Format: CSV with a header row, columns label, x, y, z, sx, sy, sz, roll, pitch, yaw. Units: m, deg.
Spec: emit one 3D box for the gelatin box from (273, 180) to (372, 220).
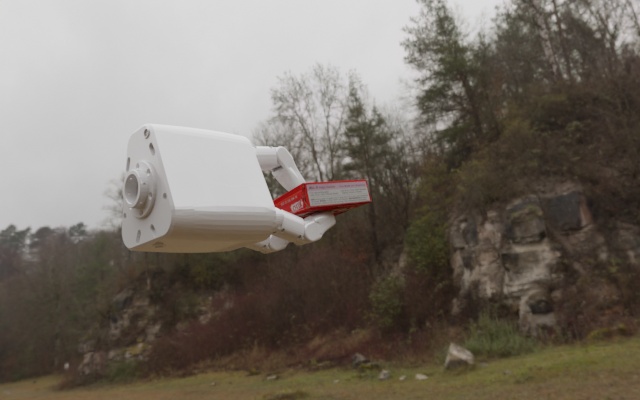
label,x,y,z,sx,sy,sz,roll,pitch,yaw
gelatin box,0.000,0.001,0.538,0.089,0.030,0.073,-6,-11,-35
